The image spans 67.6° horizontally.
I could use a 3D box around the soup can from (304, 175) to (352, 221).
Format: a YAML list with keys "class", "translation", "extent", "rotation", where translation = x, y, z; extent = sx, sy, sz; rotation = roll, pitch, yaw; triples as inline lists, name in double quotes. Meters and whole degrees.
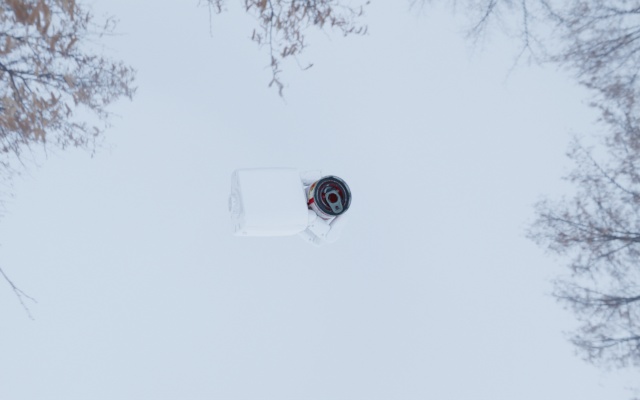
- class: "soup can"
  translation: [0.000, 0.003, 0.810]
  extent: [0.068, 0.068, 0.102]
  rotation: [0, -12, -24]
